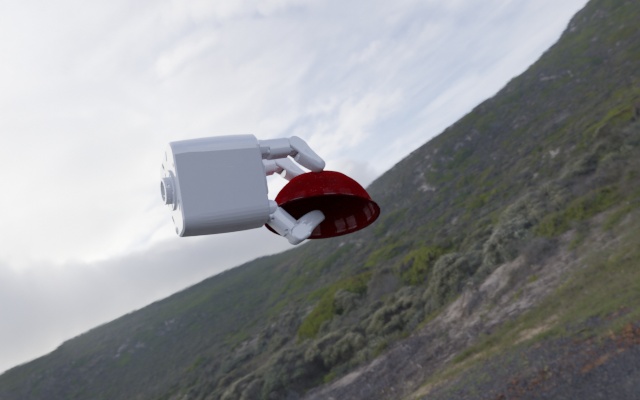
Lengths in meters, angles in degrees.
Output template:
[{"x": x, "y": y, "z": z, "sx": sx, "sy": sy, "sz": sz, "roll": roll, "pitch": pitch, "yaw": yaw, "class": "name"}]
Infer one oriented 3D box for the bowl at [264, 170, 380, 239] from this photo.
[{"x": 0.001, "y": 0.002, "z": 0.669, "sx": 0.162, "sy": 0.055, "sz": 0.162, "roll": -5, "pitch": -24, "yaw": -2, "class": "bowl"}]
